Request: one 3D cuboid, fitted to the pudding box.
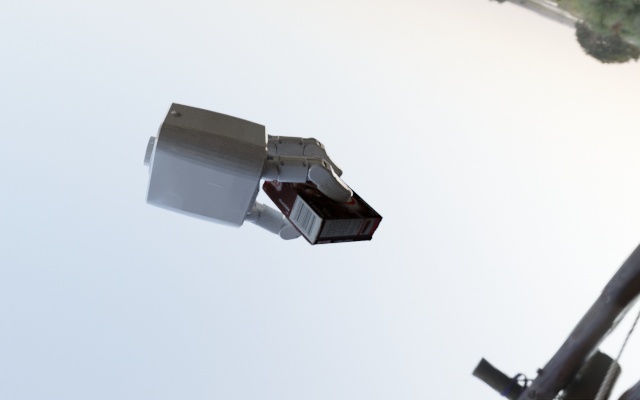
[{"bbox_3d":[0.000,0.002,0.535,0.090,0.039,0.113,-1,36,-40],"label":"pudding box"}]
